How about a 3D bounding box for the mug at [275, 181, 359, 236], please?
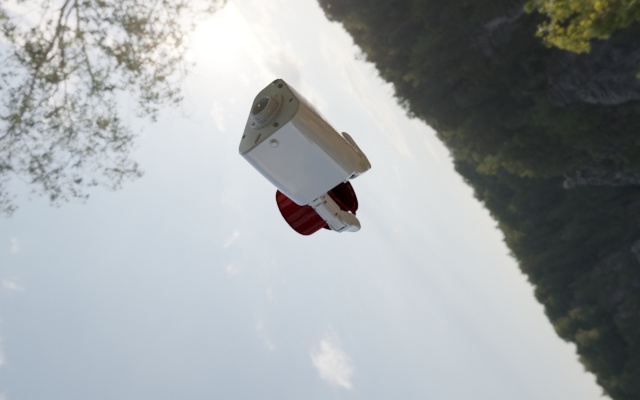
[{"bbox_3d":[0.001,0.003,0.662,0.081,0.093,0.117,-34,-53,21],"label":"mug"}]
